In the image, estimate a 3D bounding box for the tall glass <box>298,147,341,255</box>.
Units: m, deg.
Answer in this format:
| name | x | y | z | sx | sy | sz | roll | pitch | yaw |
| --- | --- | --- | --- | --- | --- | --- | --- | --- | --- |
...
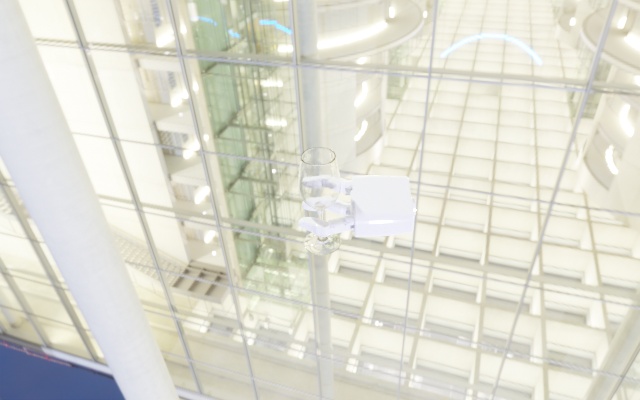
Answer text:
| name | x | y | z | sx | sy | sz | roll | pitch | yaw |
| --- | --- | --- | --- | --- | --- | --- | --- | --- | --- |
| tall glass | 0.000 | 0.003 | 0.884 | 0.079 | 0.201 | 0.079 | -2 | 37 | 2 |
